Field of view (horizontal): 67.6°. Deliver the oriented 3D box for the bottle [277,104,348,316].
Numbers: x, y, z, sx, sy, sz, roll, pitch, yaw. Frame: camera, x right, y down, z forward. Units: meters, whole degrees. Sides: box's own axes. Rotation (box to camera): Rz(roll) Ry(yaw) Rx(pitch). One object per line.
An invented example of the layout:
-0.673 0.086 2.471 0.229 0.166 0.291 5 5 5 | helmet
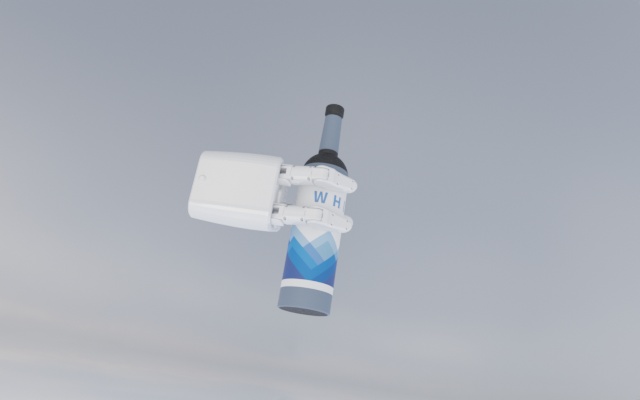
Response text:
0.000 0.002 0.646 0.069 0.295 0.069 8 -20 3 | bottle
